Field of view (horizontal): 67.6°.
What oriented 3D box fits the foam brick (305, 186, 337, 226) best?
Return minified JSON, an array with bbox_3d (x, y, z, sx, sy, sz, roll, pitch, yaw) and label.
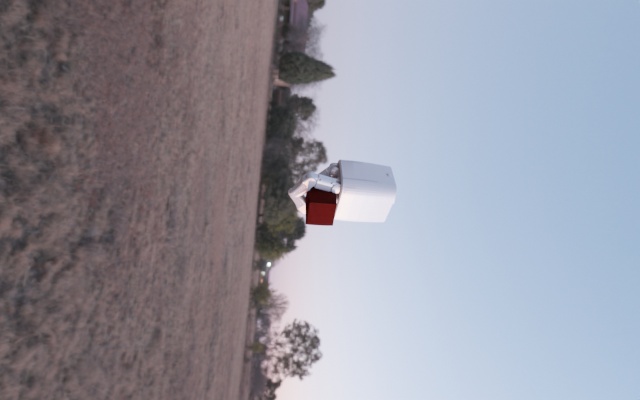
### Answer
[{"bbox_3d":[0.000,0.003,0.889,0.051,0.053,0.078,6,37,-6],"label":"foam brick"}]
